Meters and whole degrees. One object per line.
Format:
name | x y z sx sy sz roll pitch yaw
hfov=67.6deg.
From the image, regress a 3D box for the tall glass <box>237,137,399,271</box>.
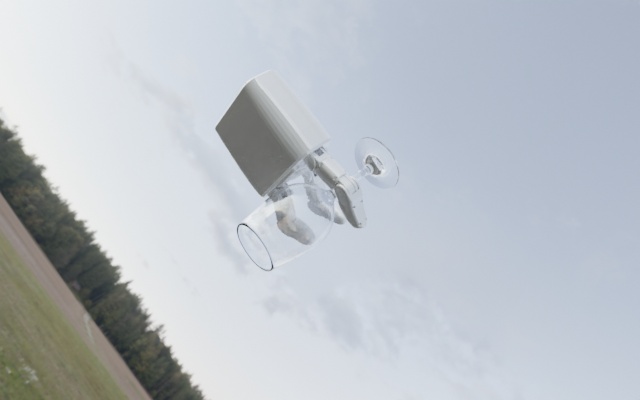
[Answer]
tall glass | 0.001 0.002 0.561 0.201 0.079 0.079 -35 19 -29
